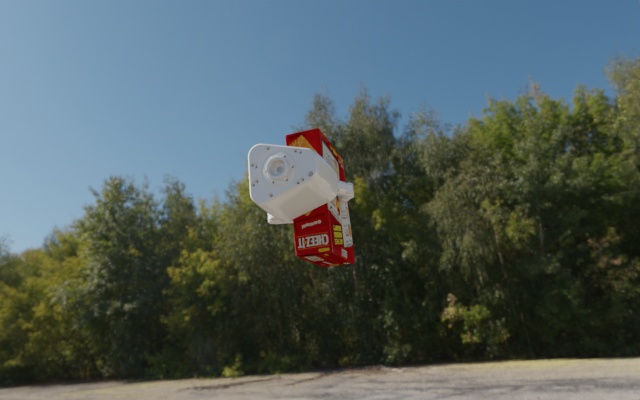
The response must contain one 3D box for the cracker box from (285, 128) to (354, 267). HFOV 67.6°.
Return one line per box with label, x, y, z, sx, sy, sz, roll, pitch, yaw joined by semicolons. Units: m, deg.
cracker box;0.000;0.003;0.852;0.072;0.213;0.164;-9;-16;15
